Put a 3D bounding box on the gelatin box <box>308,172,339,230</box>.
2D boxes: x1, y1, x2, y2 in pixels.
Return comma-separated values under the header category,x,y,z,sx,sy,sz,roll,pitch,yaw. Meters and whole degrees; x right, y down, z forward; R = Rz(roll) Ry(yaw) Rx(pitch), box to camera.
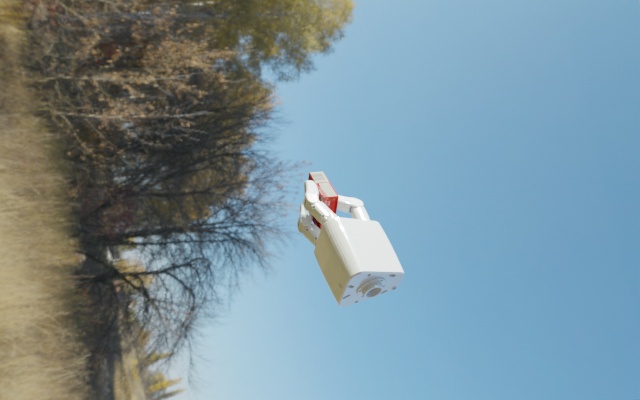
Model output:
category,x,y,z,sx,sy,sz,roll,pitch,yaw
gelatin box,0.000,0.002,0.830,0.030,0.073,0.089,-4,34,-19
